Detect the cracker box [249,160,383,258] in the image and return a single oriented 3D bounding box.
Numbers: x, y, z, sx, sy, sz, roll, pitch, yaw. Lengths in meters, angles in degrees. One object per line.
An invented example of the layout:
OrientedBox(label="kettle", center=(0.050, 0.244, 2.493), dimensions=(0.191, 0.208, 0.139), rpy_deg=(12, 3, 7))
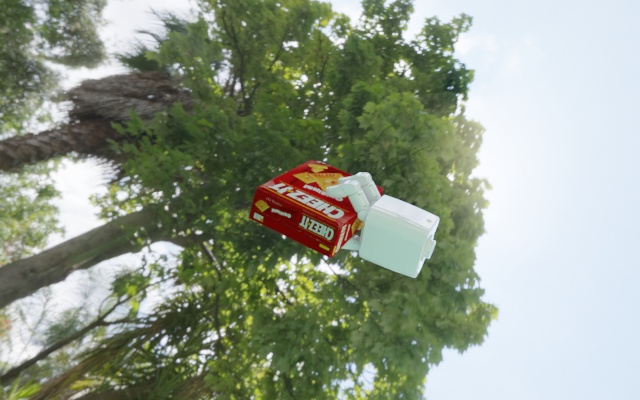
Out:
OrientedBox(label="cracker box", center=(0.000, 0.003, 0.869), dimensions=(0.164, 0.072, 0.213), rpy_deg=(24, 26, 18))
